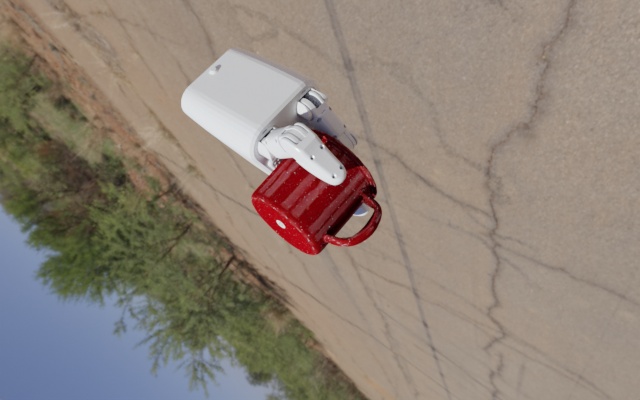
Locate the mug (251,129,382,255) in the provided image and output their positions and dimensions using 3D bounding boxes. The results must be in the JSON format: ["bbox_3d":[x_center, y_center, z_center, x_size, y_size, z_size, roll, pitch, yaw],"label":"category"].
[{"bbox_3d":[0.001,0.002,0.434,0.117,0.081,0.093,32,-19,27],"label":"mug"}]
